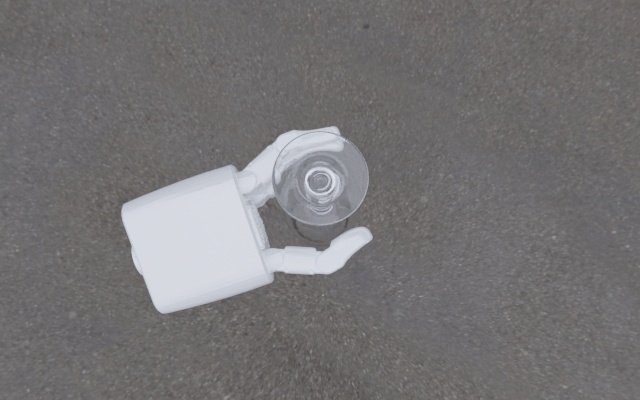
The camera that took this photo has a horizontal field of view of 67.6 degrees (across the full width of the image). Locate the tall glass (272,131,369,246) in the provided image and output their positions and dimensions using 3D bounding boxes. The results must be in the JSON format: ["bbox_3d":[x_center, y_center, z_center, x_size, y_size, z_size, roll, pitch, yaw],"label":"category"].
[{"bbox_3d":[0.000,0.001,0.461,0.079,0.079,0.201,0,-11,1],"label":"tall glass"}]
